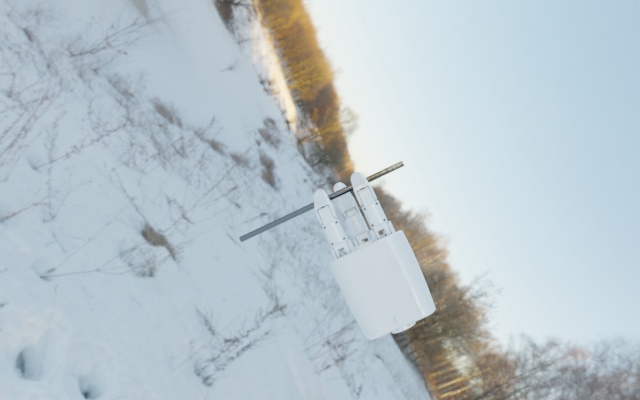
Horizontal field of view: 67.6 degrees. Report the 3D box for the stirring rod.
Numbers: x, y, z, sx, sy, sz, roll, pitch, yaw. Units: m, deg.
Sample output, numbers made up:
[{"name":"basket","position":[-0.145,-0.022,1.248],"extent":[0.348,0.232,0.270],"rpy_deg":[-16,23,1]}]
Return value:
[{"name":"stirring rod","position":[0.000,0.002,0.637],"extent":[0.239,0.011,0.011],"rpy_deg":[-25,-2,5]}]
